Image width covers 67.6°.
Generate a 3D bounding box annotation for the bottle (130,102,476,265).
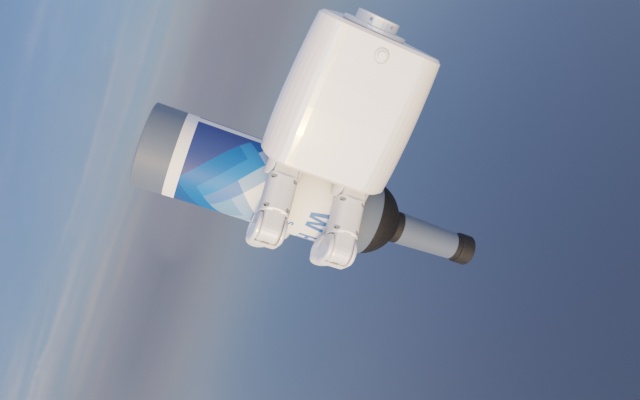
[{"bbox_3d":[0.000,0.001,0.403,0.296,0.069,0.069,18,-5,-15],"label":"bottle"}]
